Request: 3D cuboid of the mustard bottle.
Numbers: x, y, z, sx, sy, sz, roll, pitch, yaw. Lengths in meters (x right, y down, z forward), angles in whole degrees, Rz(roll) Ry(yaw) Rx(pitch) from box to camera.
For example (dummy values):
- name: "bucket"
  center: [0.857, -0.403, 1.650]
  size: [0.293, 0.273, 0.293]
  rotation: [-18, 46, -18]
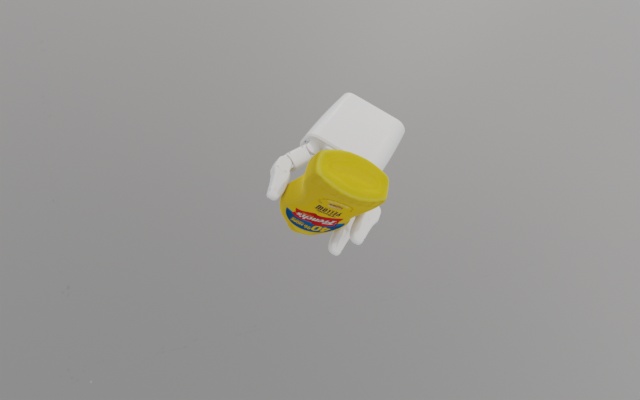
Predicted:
- name: "mustard bottle"
  center: [0.000, 0.002, 0.618]
  size: [0.096, 0.058, 0.192]
  rotation: [19, -26, -18]
